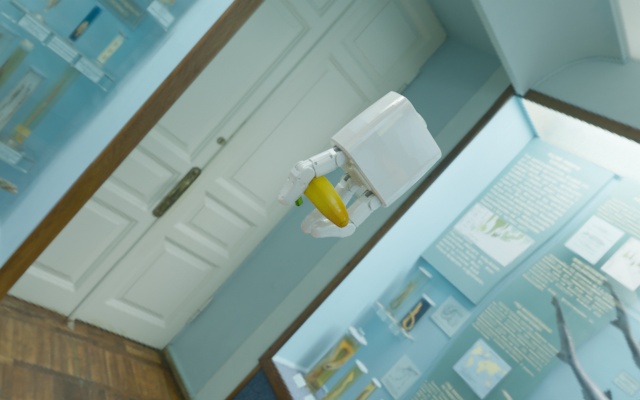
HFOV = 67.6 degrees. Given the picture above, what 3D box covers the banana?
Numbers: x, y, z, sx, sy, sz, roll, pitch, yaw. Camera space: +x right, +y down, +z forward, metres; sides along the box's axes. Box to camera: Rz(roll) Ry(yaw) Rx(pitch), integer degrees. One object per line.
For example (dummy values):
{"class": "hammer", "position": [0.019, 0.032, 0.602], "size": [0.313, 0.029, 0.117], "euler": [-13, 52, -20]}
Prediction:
{"class": "banana", "position": [-0.010, -0.014, 0.643], "size": [0.037, 0.070, 0.197], "euler": [-33, 17, -10]}
